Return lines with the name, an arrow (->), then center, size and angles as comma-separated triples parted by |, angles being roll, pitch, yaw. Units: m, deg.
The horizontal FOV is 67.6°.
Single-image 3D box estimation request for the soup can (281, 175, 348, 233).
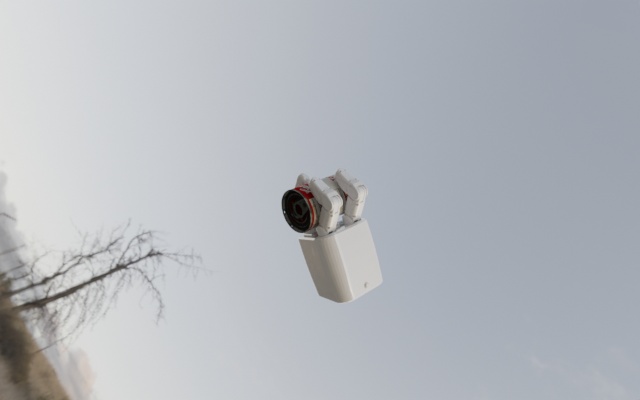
soup can -> 0.000, 0.002, 0.738 | 0.102, 0.068, 0.068 | -21, 13, -39
